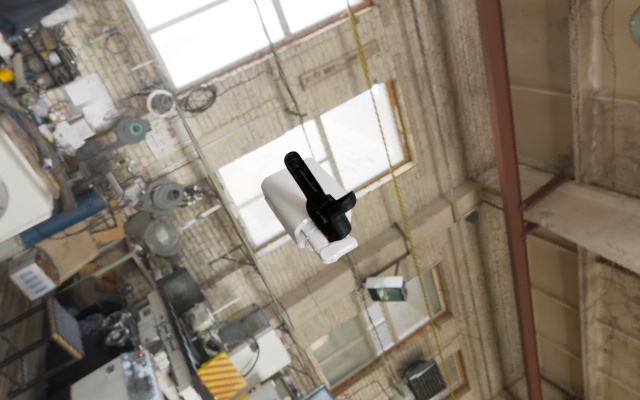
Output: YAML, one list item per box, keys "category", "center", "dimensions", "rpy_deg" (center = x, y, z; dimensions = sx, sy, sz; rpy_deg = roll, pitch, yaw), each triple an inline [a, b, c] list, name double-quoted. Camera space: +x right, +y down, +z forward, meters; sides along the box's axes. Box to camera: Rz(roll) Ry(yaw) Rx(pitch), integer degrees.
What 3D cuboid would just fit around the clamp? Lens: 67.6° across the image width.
- category: "clamp"
  center: [0.001, 0.002, 0.670]
  dimensions: [0.039, 0.120, 0.172]
  rpy_deg: [-37, -22, -18]
